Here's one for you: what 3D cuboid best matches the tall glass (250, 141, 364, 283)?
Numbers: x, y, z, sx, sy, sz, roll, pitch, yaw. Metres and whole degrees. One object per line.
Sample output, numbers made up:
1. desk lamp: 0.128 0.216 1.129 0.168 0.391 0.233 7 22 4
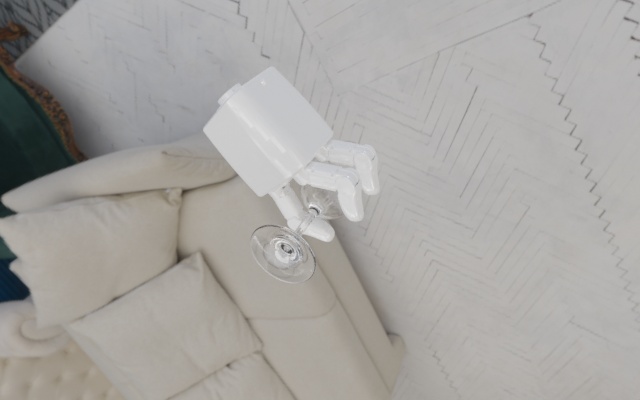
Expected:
1. tall glass: 0.000 0.002 0.556 0.079 0.079 0.201 0 32 28
